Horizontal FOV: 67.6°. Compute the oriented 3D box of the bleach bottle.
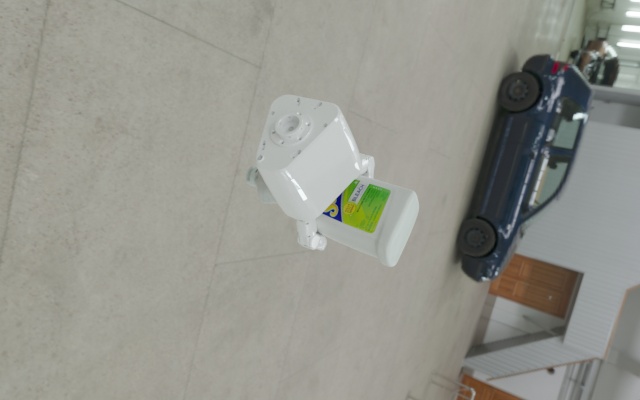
[{"bbox_3d":[0.000,0.002,0.657,0.251,0.102,0.068,17,-23,27],"label":"bleach bottle"}]
